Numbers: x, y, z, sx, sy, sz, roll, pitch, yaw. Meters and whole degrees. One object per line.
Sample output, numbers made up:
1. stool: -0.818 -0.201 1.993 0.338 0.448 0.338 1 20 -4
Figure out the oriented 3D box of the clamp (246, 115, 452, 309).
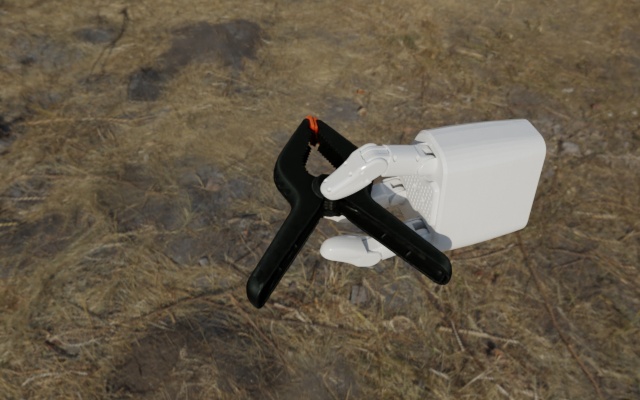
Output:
1. clamp: 0.000 0.000 0.426 0.164 0.209 0.036 -10 -40 -16
